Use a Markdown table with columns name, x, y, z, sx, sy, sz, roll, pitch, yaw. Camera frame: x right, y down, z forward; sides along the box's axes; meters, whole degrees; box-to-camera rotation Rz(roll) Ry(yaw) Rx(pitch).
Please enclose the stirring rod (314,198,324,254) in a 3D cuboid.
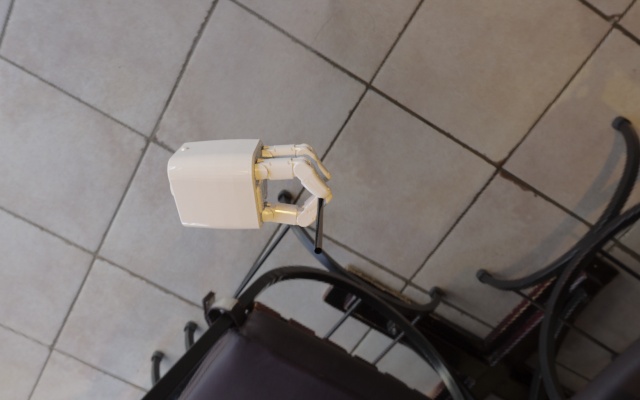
| name | x | y | z | sx | sy | sz | roll | pitch | yaw |
| --- | --- | --- | --- | --- | --- | --- | --- | --- | --- |
| stirring rod | 0.000 | 0.002 | 0.587 | 0.011 | 0.011 | 0.239 | 0 | 24 | 1 |
